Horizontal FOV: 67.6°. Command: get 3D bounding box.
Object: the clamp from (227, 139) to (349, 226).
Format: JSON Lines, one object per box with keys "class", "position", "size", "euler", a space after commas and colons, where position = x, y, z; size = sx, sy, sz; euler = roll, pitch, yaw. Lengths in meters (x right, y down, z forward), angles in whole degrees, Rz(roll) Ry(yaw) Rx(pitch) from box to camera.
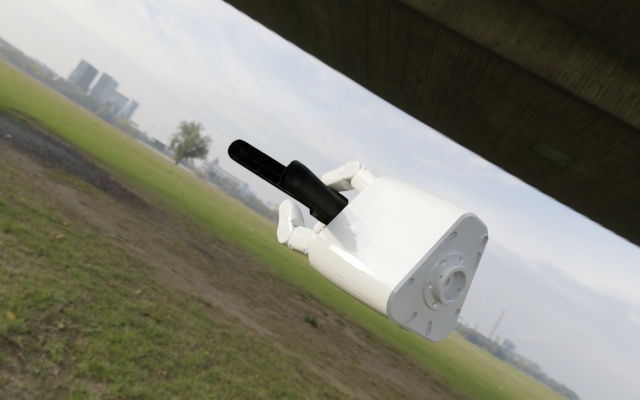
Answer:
{"class": "clamp", "position": [0.001, 0.001, 0.507], "size": [0.210, 0.036, 0.164], "euler": [35, -3, -37]}
